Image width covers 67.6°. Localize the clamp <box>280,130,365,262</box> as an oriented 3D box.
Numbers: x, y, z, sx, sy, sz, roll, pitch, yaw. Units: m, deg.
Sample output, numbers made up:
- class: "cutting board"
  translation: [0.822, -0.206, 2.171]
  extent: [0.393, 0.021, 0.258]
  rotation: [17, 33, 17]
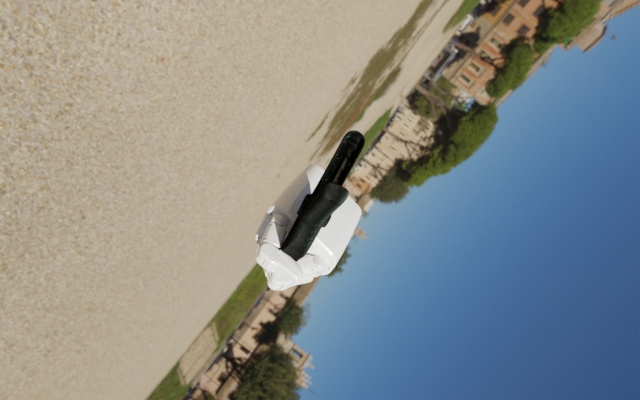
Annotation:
- class: "clamp"
  translation: [0.001, 0.002, 0.535]
  extent: [0.039, 0.120, 0.171]
  rotation: [34, -44, -3]
